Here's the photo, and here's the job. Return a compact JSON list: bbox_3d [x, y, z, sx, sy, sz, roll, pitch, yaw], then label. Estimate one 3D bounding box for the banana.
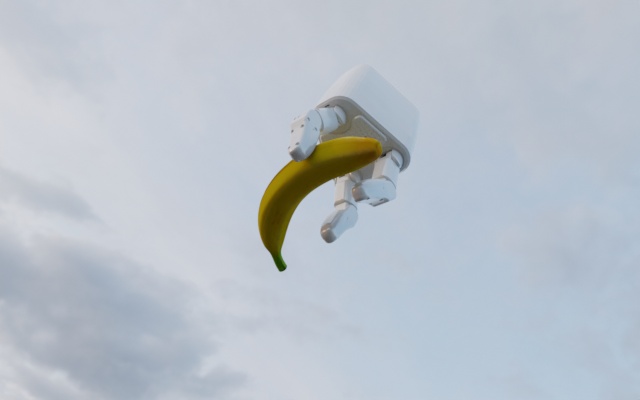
[{"bbox_3d":[-0.017,-0.007,0.480,0.069,0.198,0.037,36,38,-2],"label":"banana"}]
